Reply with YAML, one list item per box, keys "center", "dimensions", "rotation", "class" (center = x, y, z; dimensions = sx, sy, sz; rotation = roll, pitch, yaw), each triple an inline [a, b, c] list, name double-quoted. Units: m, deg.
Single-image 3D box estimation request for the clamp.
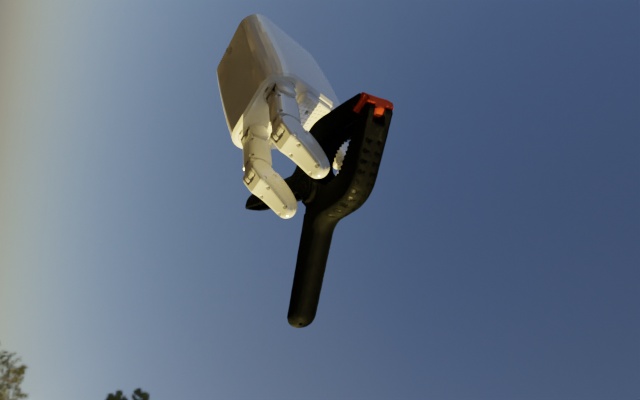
- center: [0.001, 0.001, 0.429]
  dimensions: [0.036, 0.164, 0.210]
  rotation: [7, -43, -37]
  class: "clamp"
